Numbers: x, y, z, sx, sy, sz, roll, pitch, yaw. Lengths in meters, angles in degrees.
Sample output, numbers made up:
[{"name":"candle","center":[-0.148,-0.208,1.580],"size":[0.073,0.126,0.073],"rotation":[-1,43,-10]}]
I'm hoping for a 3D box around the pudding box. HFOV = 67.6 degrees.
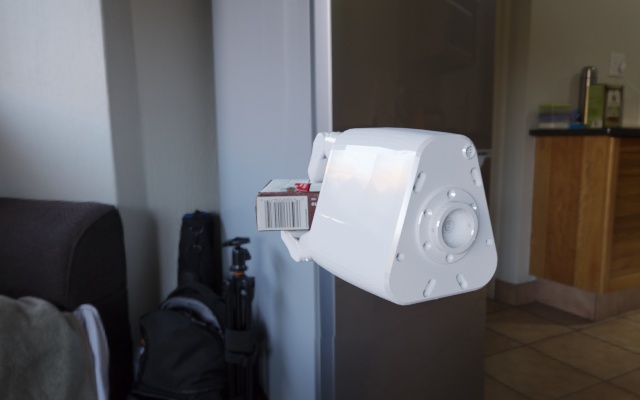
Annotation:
[{"name":"pudding box","center":[0.000,0.001,0.461],"size":[0.113,0.039,0.090],"rotation":[0,10,2]}]
